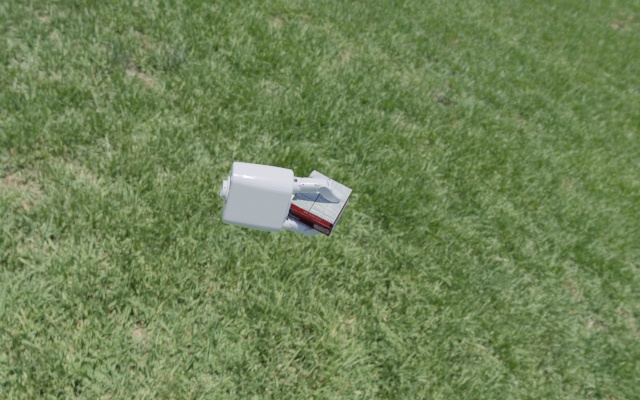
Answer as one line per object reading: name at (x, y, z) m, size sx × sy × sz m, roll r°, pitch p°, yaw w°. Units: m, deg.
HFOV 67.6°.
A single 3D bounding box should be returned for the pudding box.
pudding box at (0.000, 0.003, 0.884) m, size 0.090 × 0.039 × 0.113 m, roll 28°, pitch 46°, yaw 5°
